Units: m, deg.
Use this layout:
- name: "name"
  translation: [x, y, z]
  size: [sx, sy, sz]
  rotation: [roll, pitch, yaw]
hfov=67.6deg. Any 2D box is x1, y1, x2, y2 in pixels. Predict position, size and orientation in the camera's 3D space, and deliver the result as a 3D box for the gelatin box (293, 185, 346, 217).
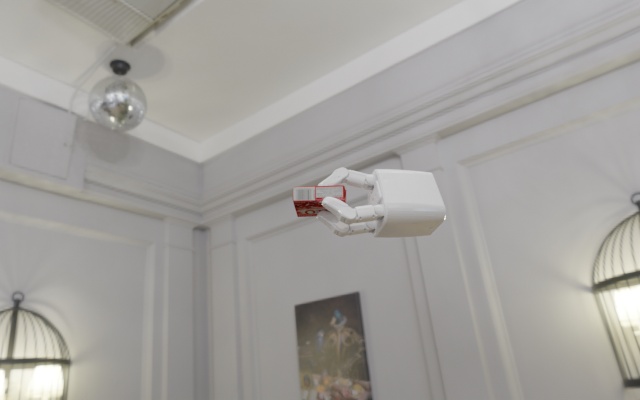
- name: "gelatin box"
  translation: [0.000, 0.002, 0.817]
  size: [0.089, 0.030, 0.073]
  rotation: [-1, -23, 3]
